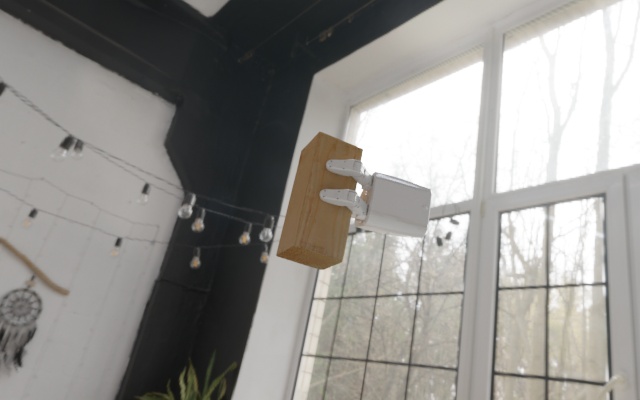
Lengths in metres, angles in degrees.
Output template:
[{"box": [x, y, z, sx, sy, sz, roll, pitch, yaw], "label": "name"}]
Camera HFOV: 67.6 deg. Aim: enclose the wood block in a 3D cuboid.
[{"box": [0.000, 0.003, 0.817, 0.090, 0.206, 0.091, 19, -24, -17], "label": "wood block"}]
